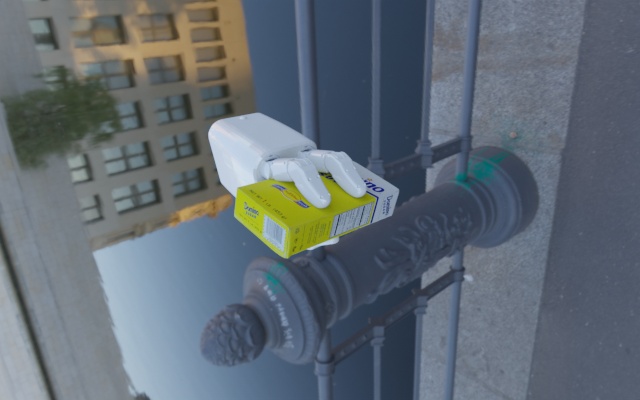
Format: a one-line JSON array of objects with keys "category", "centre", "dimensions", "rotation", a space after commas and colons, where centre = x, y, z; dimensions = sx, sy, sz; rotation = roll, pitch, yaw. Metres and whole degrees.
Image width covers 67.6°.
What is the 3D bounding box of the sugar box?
[{"category": "sugar box", "centre": [0.000, 0.001, 0.553], "dimensions": [0.176, 0.048, 0.093], "rotation": [-21, 44, -39]}]
